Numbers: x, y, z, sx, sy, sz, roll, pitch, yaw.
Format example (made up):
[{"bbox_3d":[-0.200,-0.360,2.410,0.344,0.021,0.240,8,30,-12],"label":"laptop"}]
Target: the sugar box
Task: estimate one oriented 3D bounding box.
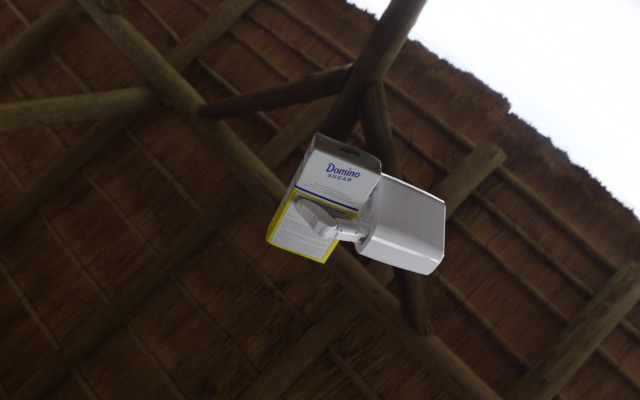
[{"bbox_3d":[0.000,0.002,0.636,0.093,0.176,0.048,22,36,-12],"label":"sugar box"}]
